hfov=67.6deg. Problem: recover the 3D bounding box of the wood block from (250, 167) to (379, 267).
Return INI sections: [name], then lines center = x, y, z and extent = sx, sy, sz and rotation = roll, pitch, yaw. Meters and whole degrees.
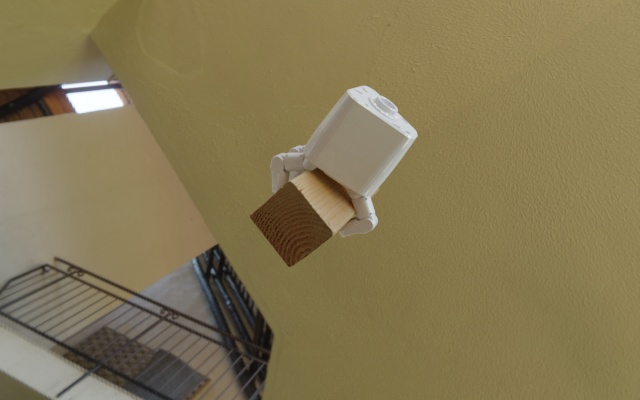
[wood block]
center = 0.001, 0.002, 0.705
extent = 0.090, 0.091, 0.206
rotation = -39, -1, 29
